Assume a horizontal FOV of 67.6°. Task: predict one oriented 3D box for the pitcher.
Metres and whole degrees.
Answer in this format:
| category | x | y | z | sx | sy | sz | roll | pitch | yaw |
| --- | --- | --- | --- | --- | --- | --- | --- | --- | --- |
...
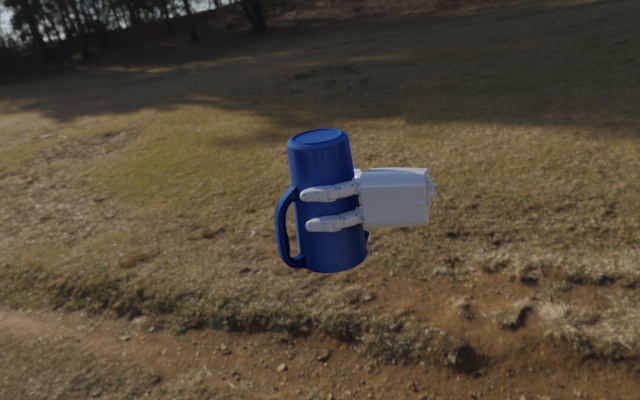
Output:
| category | x | y | z | sx | sy | sz | roll | pitch | yaw |
| --- | --- | --- | --- | --- | --- | --- | --- | --- | --- |
| pitcher | 0.000 | 0.003 | 0.860 | 0.145 | 0.243 | 0.149 | -1 | 24 | 18 |
